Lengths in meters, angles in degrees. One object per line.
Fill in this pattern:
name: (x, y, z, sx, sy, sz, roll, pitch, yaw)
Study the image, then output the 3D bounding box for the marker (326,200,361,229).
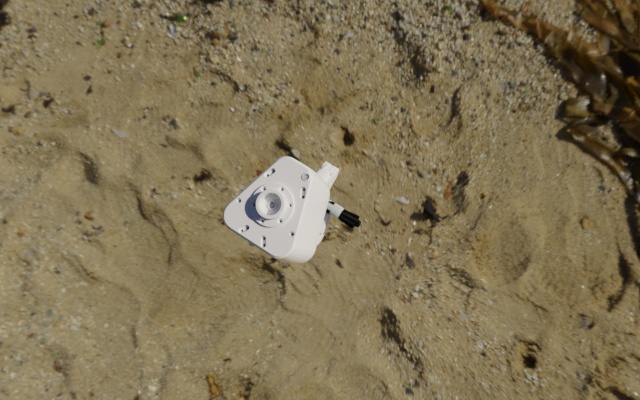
marker: (0.000, 0.002, 0.635, 0.121, 0.020, 0.020, 30, 7, 12)
